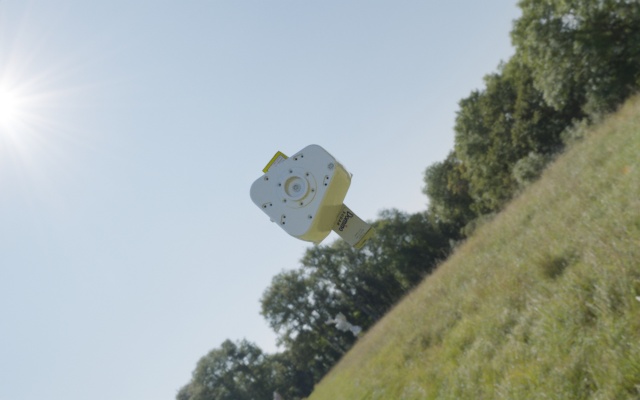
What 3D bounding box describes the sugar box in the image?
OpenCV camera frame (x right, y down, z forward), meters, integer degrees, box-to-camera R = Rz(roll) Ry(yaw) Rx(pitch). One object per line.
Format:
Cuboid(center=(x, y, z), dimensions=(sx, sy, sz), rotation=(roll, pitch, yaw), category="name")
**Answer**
Cuboid(center=(0.000, 0.003, 0.715), dimensions=(0.176, 0.048, 0.093), rotation=(42, 2, 12), category="sugar box")
